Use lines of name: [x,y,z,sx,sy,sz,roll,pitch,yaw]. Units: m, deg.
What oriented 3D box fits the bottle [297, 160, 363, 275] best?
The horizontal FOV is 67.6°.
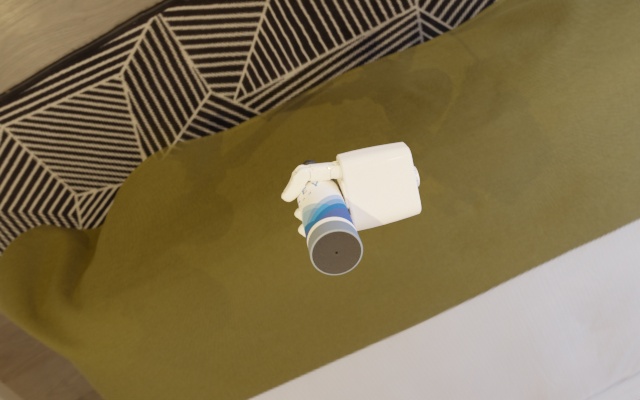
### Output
bottle: [0.000,0.002,0.720,0.069,0.069,0.295,0,25,-9]
